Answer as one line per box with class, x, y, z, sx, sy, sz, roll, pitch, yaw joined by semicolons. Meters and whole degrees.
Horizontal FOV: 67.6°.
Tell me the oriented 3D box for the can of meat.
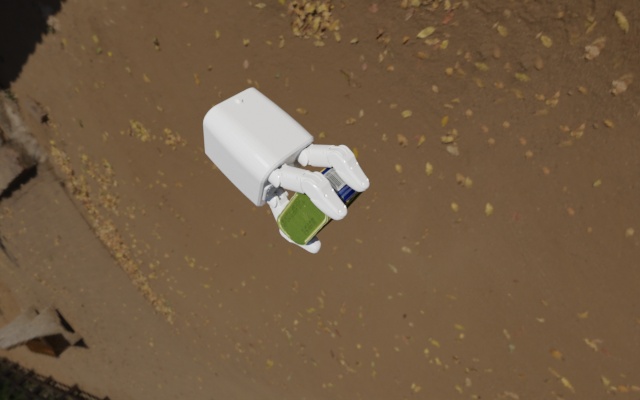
can of meat;0.000;0.002;0.603;0.084;0.057;0.102;-41;-6;-40
